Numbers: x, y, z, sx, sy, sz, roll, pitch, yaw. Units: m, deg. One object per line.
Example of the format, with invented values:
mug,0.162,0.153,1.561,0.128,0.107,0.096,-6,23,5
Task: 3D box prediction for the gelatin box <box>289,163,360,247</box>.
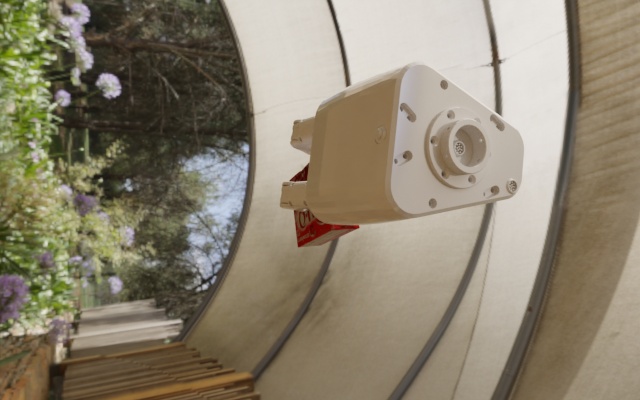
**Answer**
gelatin box,0.000,0.002,0.461,0.030,0.073,0.089,-2,-14,-24
